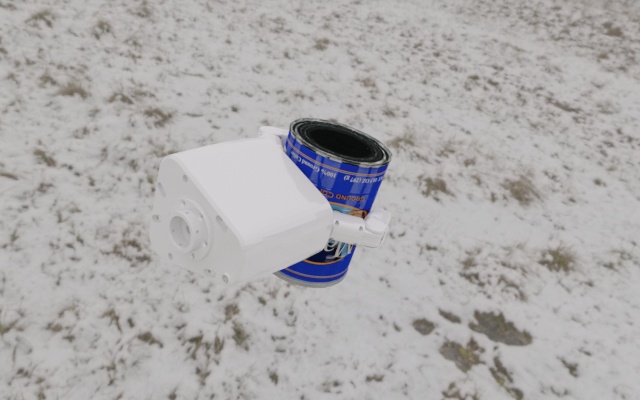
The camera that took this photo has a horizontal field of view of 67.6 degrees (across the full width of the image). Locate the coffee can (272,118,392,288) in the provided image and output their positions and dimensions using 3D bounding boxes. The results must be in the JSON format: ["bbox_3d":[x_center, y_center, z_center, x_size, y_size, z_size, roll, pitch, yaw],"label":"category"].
[{"bbox_3d":[0.000,0.002,0.483,0.103,0.140,0.102,15,26,-7],"label":"coffee can"}]
